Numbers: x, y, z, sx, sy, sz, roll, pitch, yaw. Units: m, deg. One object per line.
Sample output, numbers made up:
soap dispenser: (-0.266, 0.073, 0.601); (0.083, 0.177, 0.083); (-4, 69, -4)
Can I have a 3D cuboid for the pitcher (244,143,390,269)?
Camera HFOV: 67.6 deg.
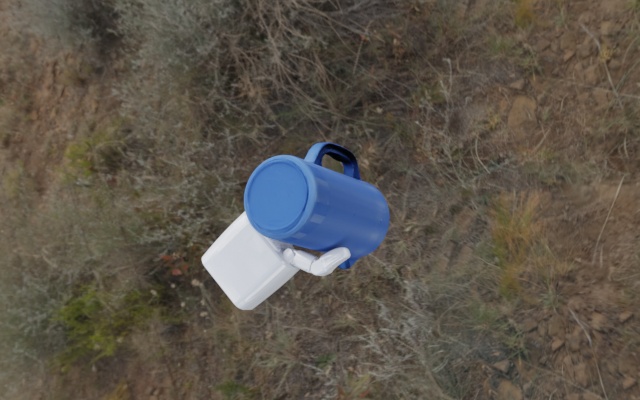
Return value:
pitcher: (0.000, 0.002, 0.697); (0.145, 0.149, 0.243); (-44, -26, 13)
